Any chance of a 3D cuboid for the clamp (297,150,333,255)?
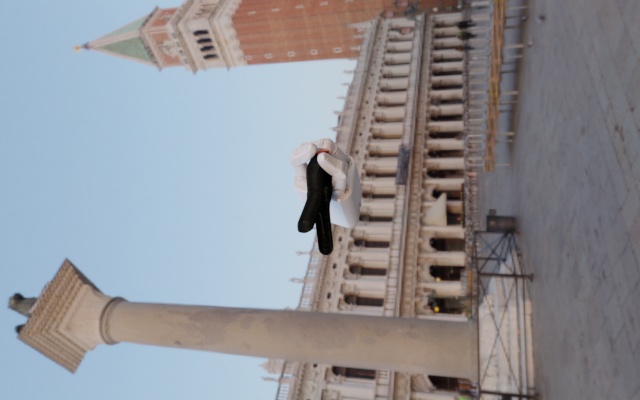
[{"bbox_3d":[0.000,0.002,0.781,0.039,0.171,0.120,1,-32,15],"label":"clamp"}]
